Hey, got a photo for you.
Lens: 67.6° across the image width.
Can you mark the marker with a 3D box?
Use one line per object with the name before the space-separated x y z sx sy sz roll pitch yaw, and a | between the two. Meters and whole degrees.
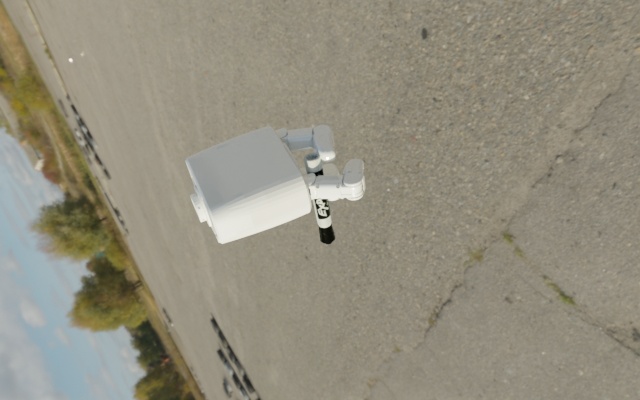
marker | 0.000 0.002 0.553 0.020 0.121 0.020 -8 34 5
